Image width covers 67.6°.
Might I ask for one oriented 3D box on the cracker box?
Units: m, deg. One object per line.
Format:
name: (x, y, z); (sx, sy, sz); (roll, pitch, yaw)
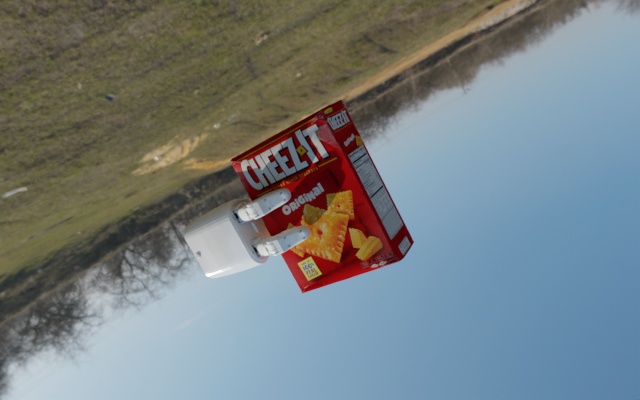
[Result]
cracker box: (0.000, 0.002, 0.637); (0.164, 0.214, 0.072); (-23, 9, 32)
